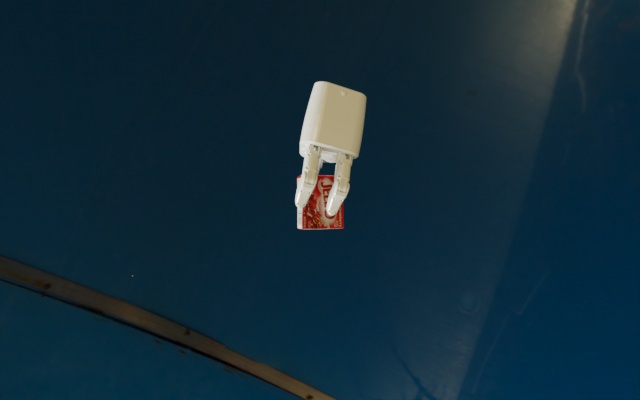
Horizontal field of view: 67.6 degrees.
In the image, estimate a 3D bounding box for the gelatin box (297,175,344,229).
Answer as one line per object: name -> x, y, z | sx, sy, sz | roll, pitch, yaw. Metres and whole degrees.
gelatin box -> 0.000, 0.003, 0.789 | 0.073, 0.089, 0.030 | 0, 0, -20
